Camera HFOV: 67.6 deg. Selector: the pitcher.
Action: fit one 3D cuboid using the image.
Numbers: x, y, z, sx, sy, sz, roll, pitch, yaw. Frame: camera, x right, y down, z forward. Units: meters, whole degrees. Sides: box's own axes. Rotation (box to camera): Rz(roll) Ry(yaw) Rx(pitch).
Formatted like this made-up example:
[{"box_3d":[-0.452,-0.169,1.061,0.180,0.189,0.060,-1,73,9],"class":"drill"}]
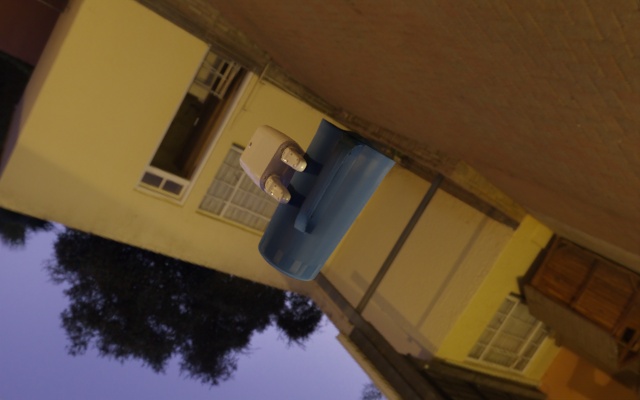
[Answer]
[{"box_3d":[0.000,0.002,0.752,0.149,0.243,0.145,24,11,-38],"class":"pitcher"}]
